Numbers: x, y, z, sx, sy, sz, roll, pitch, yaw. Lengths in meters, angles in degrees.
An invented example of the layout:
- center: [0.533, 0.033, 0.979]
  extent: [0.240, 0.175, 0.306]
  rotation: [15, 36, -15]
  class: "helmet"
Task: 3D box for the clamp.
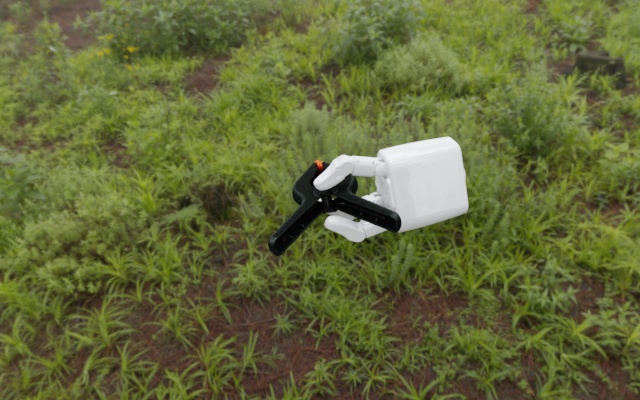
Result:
- center: [0.000, 0.001, 0.655]
  extent: [0.164, 0.036, 0.210]
  rotation: [-14, 30, -6]
  class: "clamp"
